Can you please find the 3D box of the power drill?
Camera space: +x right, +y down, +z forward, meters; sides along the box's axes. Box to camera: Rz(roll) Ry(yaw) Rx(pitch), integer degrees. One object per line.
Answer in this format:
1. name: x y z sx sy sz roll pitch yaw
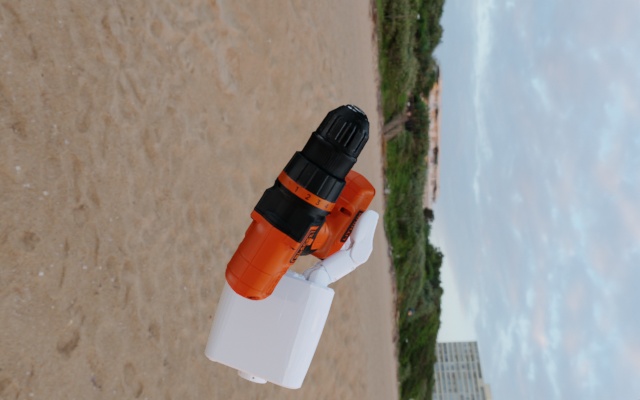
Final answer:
1. power drill: 0.000 0.002 0.462 0.057 0.184 0.187 38 10 15
